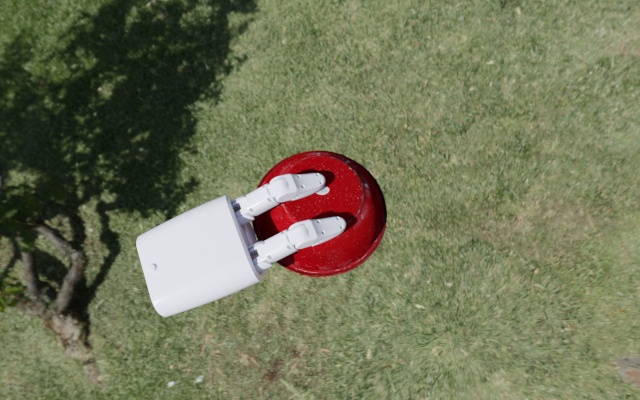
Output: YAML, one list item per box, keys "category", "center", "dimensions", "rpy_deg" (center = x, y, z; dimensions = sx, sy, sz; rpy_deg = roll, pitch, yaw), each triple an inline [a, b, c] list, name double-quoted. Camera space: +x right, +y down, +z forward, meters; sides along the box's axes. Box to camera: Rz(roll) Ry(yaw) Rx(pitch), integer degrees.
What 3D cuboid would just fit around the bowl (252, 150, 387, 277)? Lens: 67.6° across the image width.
- category: "bowl"
  center: [0.001, 0.001, 0.543]
  dimensions: [0.162, 0.162, 0.055]
  rpy_deg: [0, -24, -3]
